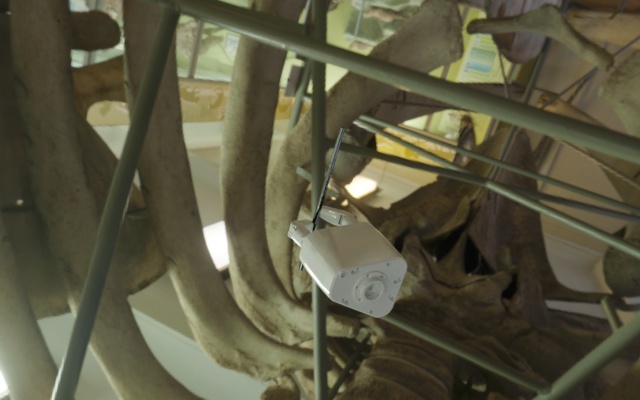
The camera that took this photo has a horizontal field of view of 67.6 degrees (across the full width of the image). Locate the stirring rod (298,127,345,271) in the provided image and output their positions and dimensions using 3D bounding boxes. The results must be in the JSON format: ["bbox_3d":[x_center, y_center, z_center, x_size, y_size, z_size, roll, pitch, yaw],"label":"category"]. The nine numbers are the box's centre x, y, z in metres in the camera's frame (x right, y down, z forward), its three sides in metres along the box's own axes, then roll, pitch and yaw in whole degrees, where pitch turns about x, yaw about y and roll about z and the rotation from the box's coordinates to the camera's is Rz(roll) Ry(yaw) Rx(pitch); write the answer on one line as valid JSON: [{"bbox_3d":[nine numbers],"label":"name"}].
[{"bbox_3d":[0.000,0.002,0.744,0.011,0.239,0.011,15,17,-5],"label":"stirring rod"}]
